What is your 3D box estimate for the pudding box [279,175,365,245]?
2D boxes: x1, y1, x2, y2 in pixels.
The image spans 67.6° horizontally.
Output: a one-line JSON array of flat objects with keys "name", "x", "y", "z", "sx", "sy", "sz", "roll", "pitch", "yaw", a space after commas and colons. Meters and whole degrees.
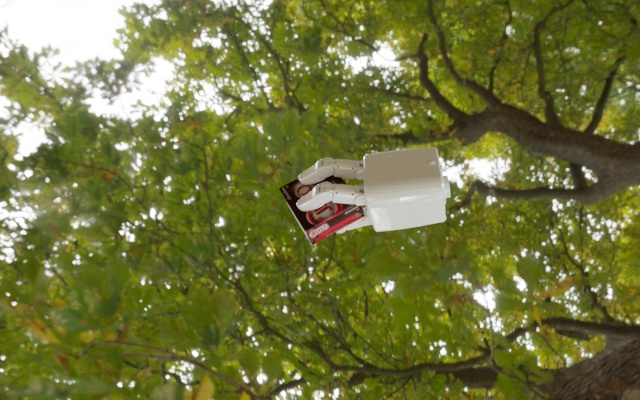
[{"name": "pudding box", "x": 0.000, "y": 0.002, "z": 0.712, "sx": 0.090, "sy": 0.039, "sz": 0.113, "roll": -28, "pitch": 42, "yaw": -8}]
